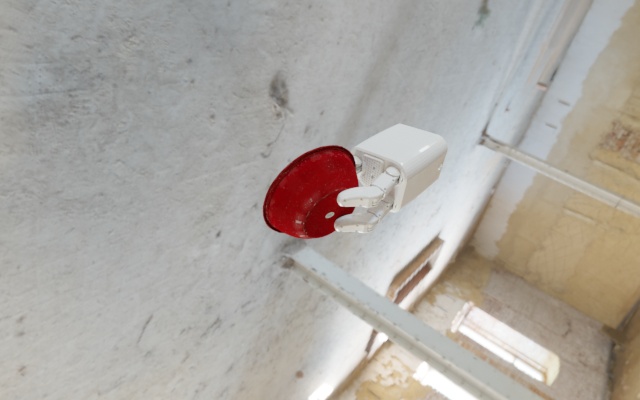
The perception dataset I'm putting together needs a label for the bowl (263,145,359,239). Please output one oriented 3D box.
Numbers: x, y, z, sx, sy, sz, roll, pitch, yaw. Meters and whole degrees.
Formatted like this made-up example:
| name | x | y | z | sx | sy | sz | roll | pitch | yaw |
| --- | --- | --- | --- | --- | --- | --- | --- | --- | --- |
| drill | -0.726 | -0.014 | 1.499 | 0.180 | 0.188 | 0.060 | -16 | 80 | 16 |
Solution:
| name | x | y | z | sx | sy | sz | roll | pitch | yaw |
| --- | --- | --- | --- | --- | --- | --- | --- | --- | --- |
| bowl | -0.001 | 0.003 | 0.682 | 0.162 | 0.162 | 0.055 | 0 | 39 | -45 |
